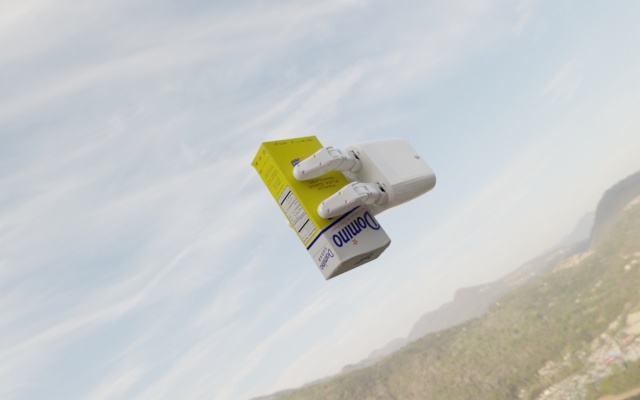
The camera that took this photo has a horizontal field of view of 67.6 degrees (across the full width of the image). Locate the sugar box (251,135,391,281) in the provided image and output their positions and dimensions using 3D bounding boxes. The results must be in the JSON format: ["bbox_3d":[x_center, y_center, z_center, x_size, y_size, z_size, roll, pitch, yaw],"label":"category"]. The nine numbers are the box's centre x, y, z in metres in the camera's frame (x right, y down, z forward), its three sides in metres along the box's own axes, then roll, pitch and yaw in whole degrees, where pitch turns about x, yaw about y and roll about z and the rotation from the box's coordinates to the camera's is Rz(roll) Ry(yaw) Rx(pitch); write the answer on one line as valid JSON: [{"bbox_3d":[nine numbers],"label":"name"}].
[{"bbox_3d":[0.000,0.001,0.575,0.093,0.176,0.048,-16,-29,-43],"label":"sugar box"}]
